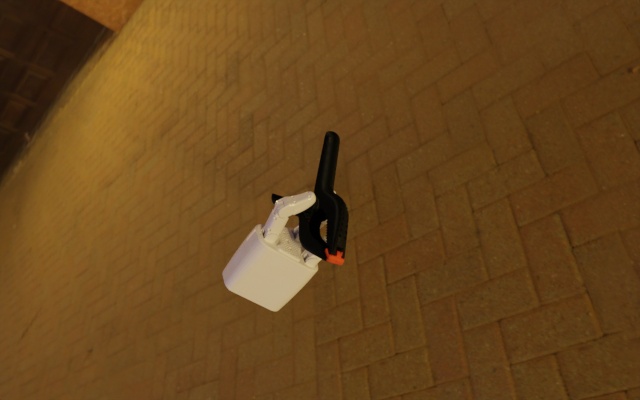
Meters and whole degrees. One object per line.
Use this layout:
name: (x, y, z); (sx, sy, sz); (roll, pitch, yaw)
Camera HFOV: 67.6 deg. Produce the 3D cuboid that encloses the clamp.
clamp: (0.000, 0.003, 0.715); (0.036, 0.164, 0.209); (21, 28, -36)
